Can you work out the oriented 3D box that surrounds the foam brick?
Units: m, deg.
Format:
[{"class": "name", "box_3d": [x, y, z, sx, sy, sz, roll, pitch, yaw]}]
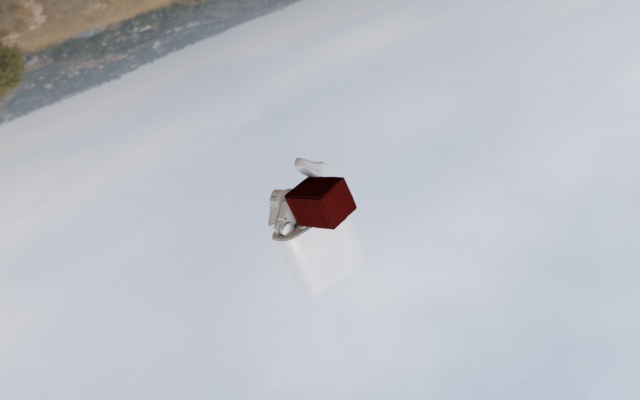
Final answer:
[{"class": "foam brick", "box_3d": [0.000, 0.002, 0.651, 0.078, 0.051, 0.053, 4, 36, 49]}]
